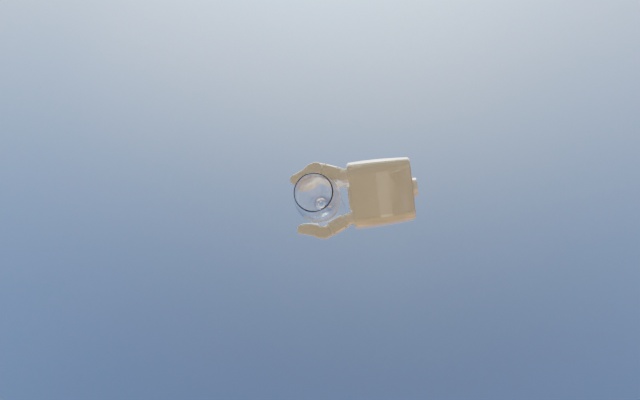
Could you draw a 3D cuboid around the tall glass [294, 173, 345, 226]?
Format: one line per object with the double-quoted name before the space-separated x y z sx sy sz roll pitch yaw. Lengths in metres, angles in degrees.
"tall glass" 0.000 0.003 0.826 0.079 0.079 0.201 0 -9 7
